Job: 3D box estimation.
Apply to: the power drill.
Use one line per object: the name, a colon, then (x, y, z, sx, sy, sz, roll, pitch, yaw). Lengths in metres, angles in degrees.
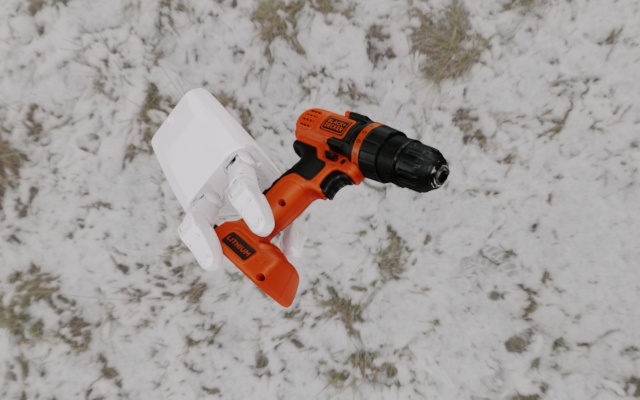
power drill: (0.000, 0.002, 0.437, 0.184, 0.187, 0.057, 28, -18, 47)
